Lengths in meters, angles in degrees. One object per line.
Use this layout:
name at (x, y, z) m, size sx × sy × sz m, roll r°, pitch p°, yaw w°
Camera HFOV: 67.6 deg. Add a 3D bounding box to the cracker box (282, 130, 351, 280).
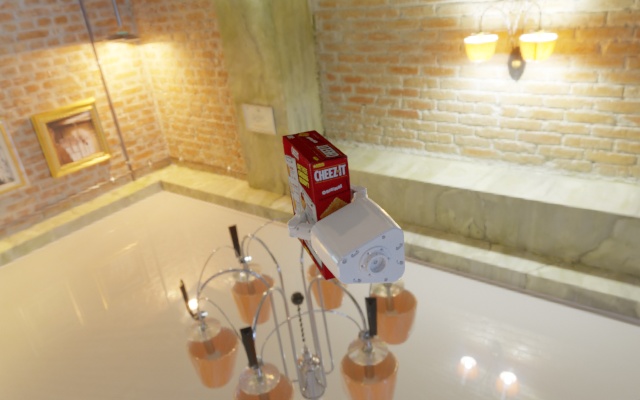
cracker box at (0.000, 0.003, 0.829) m, size 0.072 × 0.214 × 0.164 m, roll -14°, pitch 27°, yaw -15°
